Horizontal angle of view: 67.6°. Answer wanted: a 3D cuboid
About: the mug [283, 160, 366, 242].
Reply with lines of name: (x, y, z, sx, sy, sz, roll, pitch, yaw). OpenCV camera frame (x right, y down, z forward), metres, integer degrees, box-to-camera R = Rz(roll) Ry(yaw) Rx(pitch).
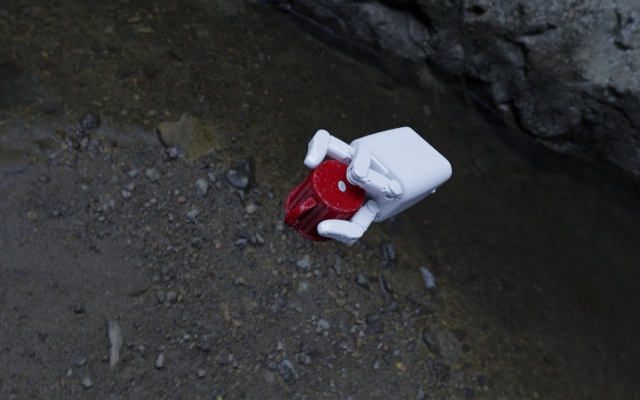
mug: (-0.001, 0.002, 0.646, 0.117, 0.093, 0.081, -24, -15, -37)
